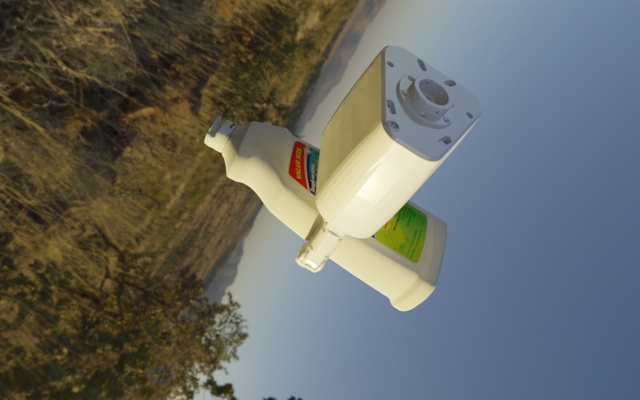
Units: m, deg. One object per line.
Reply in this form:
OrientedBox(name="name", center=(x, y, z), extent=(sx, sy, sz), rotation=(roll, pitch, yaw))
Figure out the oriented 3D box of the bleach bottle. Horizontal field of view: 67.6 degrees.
OrientedBox(name="bleach bottle", center=(0.000, 0.002, 0.465), extent=(0.251, 0.102, 0.068), rotation=(31, -42, -5))
